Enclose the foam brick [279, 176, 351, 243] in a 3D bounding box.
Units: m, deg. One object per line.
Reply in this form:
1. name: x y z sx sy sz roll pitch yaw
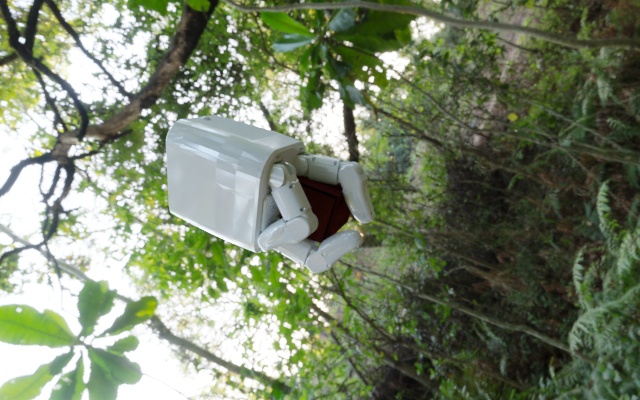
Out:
1. foam brick: 0.000 0.002 0.487 0.051 0.053 0.078 20 19 15
